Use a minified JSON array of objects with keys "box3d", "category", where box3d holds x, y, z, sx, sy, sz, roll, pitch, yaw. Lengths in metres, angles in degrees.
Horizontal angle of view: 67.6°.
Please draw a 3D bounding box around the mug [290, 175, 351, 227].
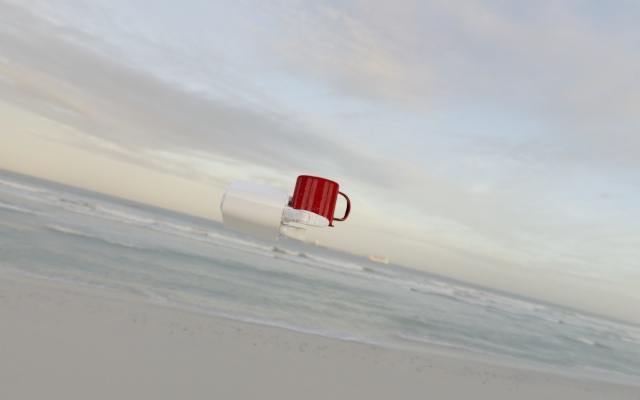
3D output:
[{"box3d":[0.002,0.003,0.884,0.117,0.081,0.093,13,-5,-6],"category":"mug"}]
